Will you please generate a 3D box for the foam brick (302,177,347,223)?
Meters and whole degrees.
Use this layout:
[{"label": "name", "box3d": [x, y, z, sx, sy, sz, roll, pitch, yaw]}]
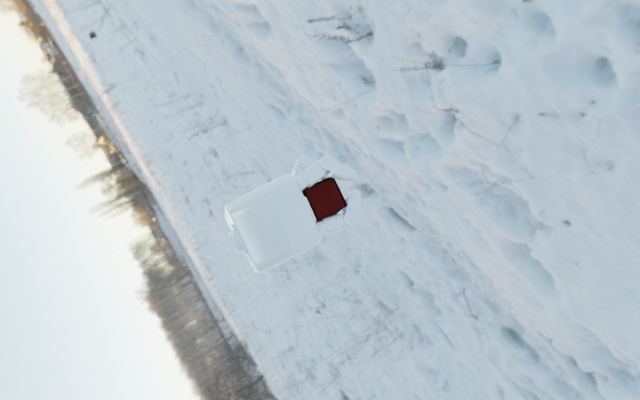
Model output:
[{"label": "foam brick", "box3d": [0.000, 0.003, 0.742, 0.051, 0.053, 0.078, -24, -7, -16]}]
